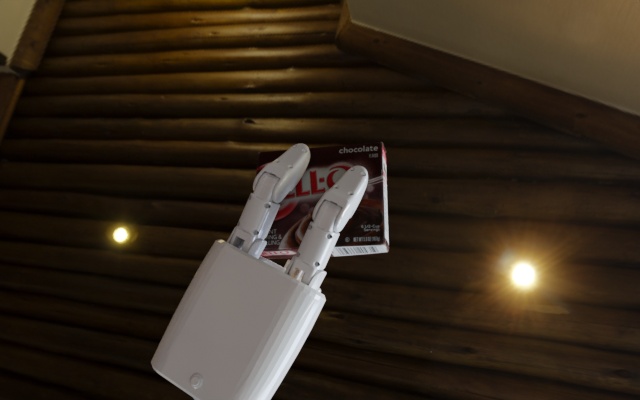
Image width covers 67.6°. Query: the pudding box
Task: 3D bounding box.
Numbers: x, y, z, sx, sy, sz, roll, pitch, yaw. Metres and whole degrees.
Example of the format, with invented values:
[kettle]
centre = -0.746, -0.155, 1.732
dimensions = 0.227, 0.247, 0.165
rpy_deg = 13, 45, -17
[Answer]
[pudding box]
centre = 0.000, 0.001, 0.405
dimensions = 0.113, 0.090, 0.039
rpy_deg = -3, -21, 10
